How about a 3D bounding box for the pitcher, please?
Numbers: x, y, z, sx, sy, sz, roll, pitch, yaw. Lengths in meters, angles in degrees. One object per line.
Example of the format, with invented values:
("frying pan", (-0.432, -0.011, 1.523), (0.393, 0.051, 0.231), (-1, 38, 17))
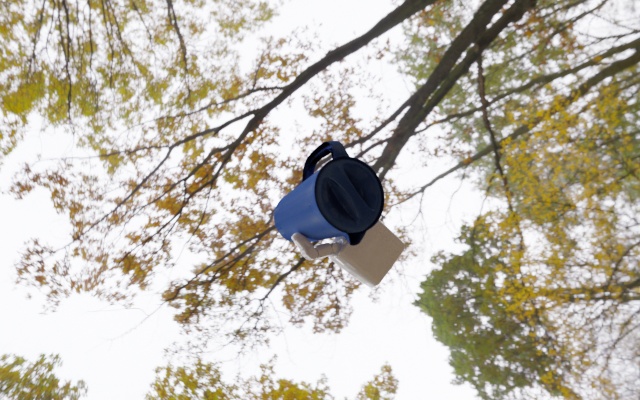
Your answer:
("pitcher", (0.000, 0.003, 0.894), (0.145, 0.149, 0.243), (38, -25, -14))
